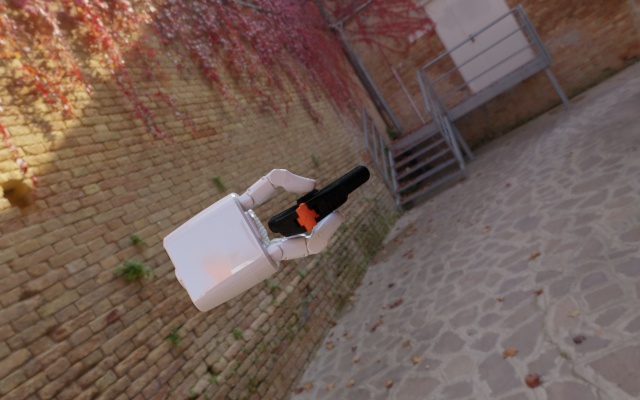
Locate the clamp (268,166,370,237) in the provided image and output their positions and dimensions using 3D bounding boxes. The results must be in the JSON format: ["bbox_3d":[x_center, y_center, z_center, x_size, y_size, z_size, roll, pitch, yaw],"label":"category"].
[{"bbox_3d":[-0.001,0.001,0.599,0.164,0.036,0.210,-32,3,-1],"label":"clamp"}]
